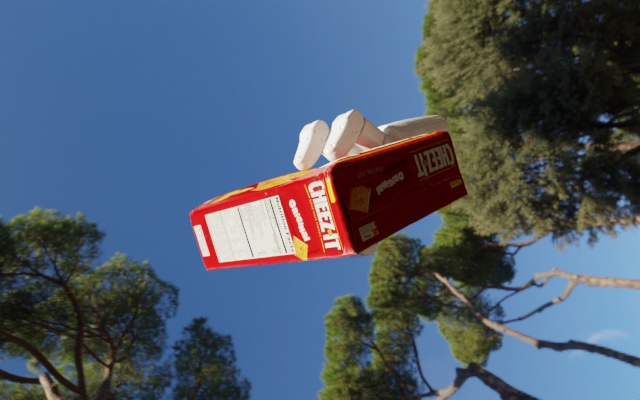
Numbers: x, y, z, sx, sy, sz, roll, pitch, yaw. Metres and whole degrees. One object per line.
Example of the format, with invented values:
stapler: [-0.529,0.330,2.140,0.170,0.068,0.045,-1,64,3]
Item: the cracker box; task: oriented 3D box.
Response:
cracker box: [0.000,0.002,0.455,0.164,0.072,0.214,-22,5,-43]
